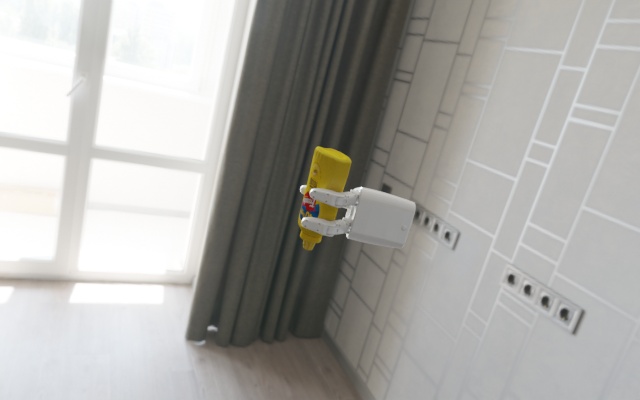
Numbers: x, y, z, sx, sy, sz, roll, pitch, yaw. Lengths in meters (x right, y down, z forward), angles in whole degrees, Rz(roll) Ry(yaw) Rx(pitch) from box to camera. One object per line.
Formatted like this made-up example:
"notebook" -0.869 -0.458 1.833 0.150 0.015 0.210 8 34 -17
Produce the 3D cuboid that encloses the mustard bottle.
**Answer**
"mustard bottle" 0.000 0.003 0.885 0.058 0.192 0.096 6 18 -28
